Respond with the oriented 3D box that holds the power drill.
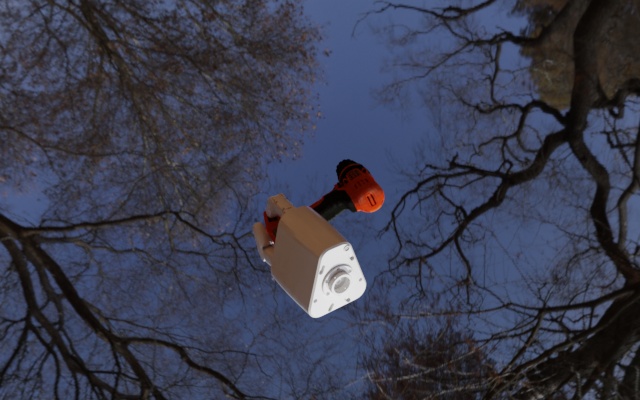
[{"bbox_3d":[0.000,0.003,0.774,0.187,0.057,0.184,-31,20,1],"label":"power drill"}]
